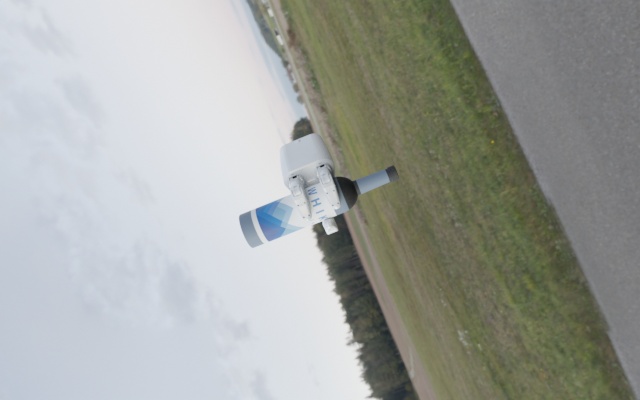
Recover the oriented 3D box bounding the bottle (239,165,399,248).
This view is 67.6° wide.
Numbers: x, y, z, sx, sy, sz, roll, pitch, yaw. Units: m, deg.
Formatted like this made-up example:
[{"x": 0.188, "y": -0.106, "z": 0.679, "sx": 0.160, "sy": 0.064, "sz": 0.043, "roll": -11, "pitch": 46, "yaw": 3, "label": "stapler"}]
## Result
[{"x": 0.000, "y": 0.003, "z": 0.870, "sx": 0.296, "sy": 0.069, "sz": 0.069, "roll": -22, "pitch": -1, "yaw": 4, "label": "bottle"}]
